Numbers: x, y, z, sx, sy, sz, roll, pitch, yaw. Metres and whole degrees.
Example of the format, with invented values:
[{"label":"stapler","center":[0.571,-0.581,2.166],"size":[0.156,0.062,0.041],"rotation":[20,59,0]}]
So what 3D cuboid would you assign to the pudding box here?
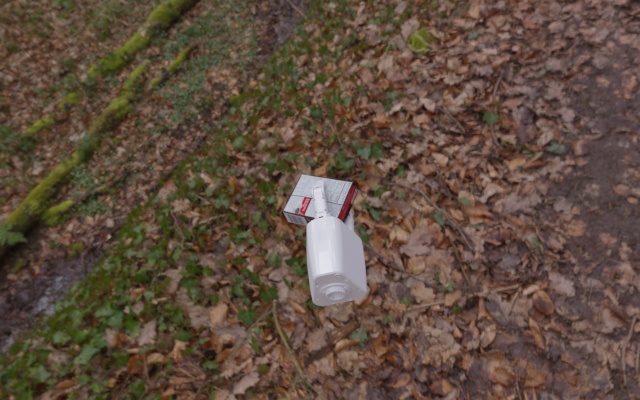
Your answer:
[{"label":"pudding box","center":[0.000,0.003,0.861],"size":[0.113,0.090,0.039],"rotation":[11,-30,26]}]
